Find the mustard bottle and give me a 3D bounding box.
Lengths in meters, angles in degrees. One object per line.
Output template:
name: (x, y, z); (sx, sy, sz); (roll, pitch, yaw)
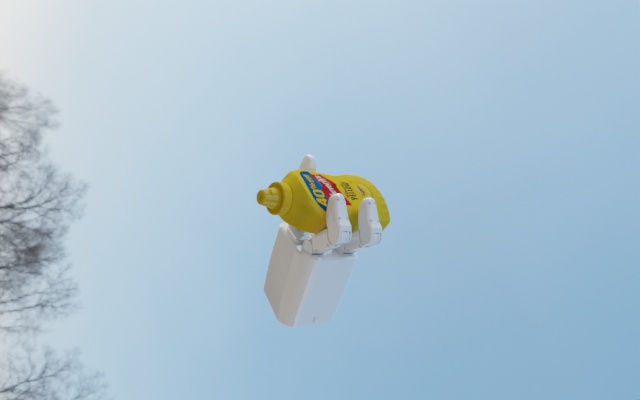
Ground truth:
mustard bottle: (0.000, 0.002, 0.624); (0.191, 0.096, 0.058); (4, -45, -41)
